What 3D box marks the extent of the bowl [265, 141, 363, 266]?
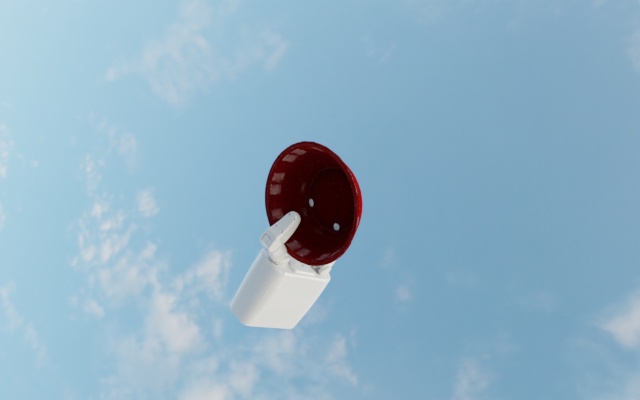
[{"bbox_3d":[0.001,0.001,0.631,0.162,0.162,0.055,0,7,41],"label":"bowl"}]
